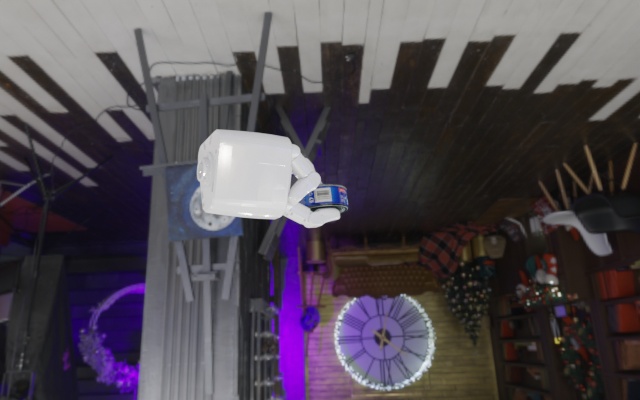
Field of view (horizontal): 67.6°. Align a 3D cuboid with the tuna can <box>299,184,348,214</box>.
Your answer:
[{"bbox_3d":[0.000,0.003,0.748,0.086,0.033,0.086,-7,-14,-2],"label":"tuna can"}]
